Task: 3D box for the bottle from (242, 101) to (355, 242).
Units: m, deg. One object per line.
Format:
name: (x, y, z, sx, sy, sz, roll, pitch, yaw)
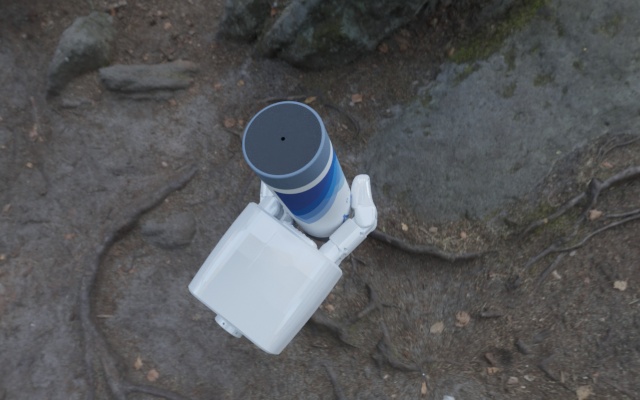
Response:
bottle: (0.000, 0.001, 0.502, 0.069, 0.069, 0.296, 0, -20, 12)
